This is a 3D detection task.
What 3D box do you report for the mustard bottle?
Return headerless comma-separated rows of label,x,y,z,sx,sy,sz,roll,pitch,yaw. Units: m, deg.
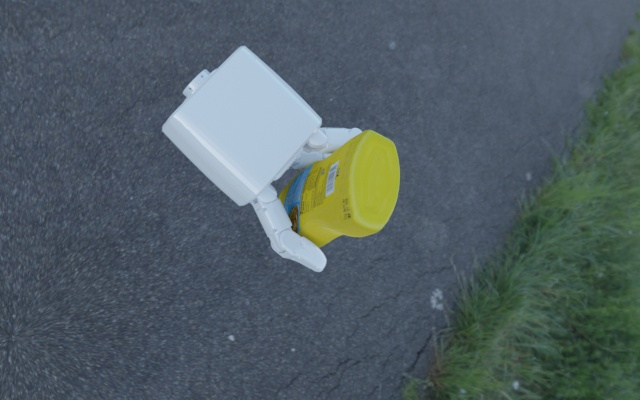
mustard bottle,0.000,0.002,0.502,0.058,0.096,0.192,21,-24,-27
